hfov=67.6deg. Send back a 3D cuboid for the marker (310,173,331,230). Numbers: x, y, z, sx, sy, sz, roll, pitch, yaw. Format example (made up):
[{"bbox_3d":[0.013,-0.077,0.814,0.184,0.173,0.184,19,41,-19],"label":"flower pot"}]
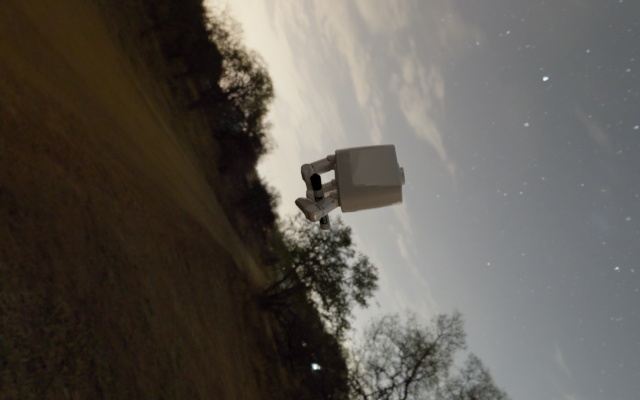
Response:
[{"bbox_3d":[0.000,0.003,0.819,0.020,0.121,0.020,-7,41,6],"label":"marker"}]
